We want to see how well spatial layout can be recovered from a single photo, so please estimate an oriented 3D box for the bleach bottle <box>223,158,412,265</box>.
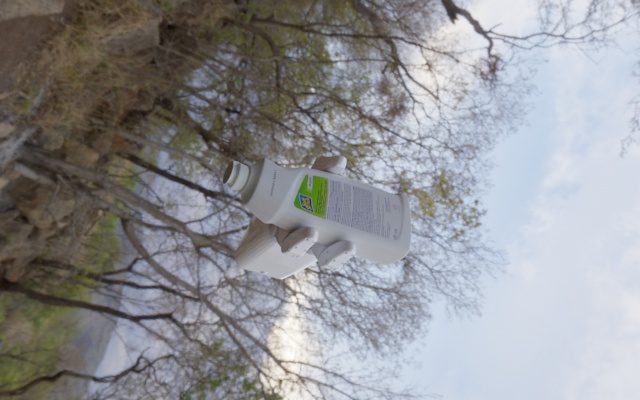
[{"bbox_3d":[0.000,0.002,0.601,0.251,0.102,0.068,21,-37,-26],"label":"bleach bottle"}]
